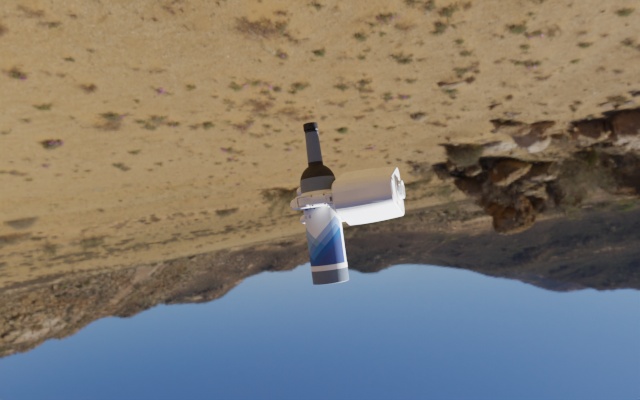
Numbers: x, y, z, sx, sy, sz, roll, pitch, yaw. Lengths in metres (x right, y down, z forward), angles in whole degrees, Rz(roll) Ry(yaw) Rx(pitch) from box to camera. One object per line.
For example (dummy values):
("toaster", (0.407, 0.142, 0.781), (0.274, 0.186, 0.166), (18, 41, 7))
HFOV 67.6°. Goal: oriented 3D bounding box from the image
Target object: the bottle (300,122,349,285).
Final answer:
("bottle", (0.000, 0.003, 0.878), (0.069, 0.295, 0.069), (-8, -4, -1))
